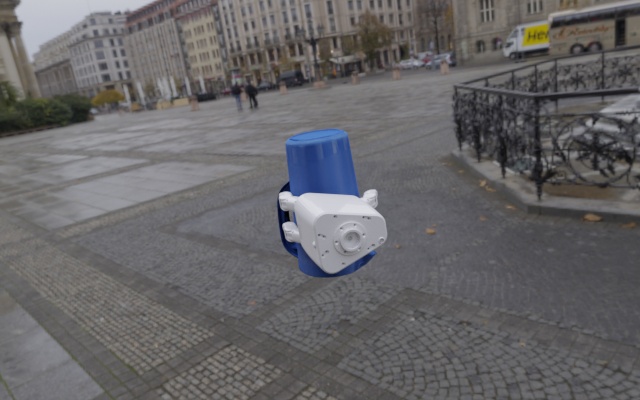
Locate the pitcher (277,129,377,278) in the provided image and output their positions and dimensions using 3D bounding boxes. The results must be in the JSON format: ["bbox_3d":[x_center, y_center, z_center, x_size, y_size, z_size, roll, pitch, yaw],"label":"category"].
[{"bbox_3d":[0.000,0.003,0.845,0.149,0.243,0.145,-12,16,-11],"label":"pitcher"}]
